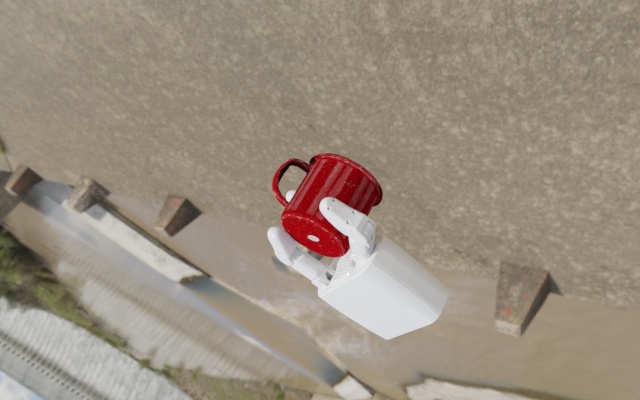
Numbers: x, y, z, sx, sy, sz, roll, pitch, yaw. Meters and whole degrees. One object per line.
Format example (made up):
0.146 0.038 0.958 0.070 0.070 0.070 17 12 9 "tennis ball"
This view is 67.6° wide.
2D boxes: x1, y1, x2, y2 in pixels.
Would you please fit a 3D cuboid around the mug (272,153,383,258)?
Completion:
-0.001 0.001 0.521 0.117 0.081 0.093 36 -26 -10 "mug"
